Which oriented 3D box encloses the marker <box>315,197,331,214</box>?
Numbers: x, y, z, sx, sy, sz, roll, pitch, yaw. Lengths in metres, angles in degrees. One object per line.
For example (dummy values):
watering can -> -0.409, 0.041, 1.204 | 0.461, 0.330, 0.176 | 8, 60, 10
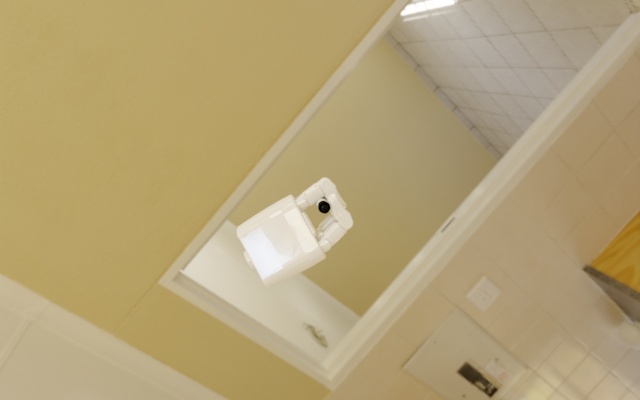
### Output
marker -> 0.000, 0.003, 0.778 | 0.020, 0.020, 0.121 | 0, 9, -6
